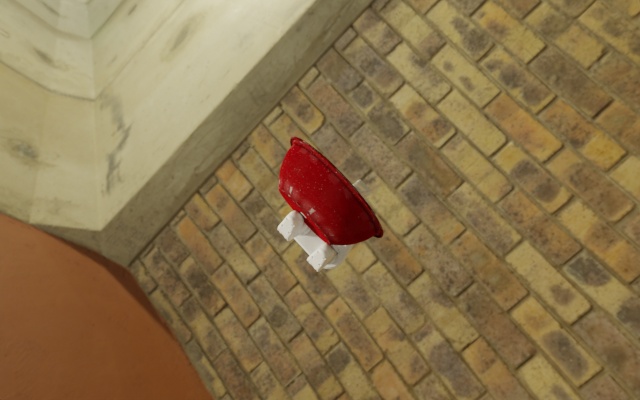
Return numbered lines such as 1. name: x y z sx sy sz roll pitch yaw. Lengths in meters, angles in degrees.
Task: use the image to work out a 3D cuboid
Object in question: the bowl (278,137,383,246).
1. bowl: 0.000 0.002 0.572 0.055 0.162 0.162 -42 7 -8
